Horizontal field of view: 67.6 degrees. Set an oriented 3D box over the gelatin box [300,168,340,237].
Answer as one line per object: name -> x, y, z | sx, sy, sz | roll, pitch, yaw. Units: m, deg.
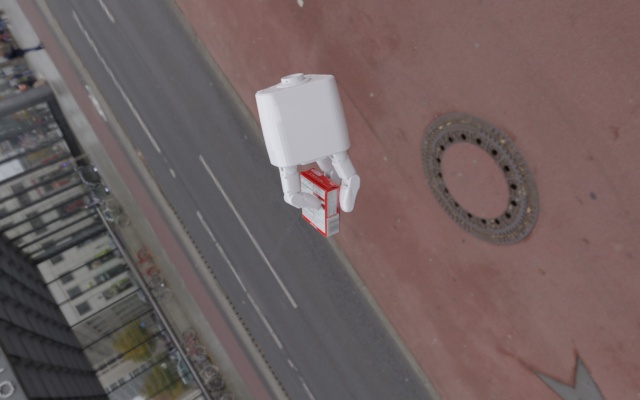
gelatin box -> 0.000, 0.003, 0.762 | 0.030, 0.089, 0.073 | -20, 36, -28
